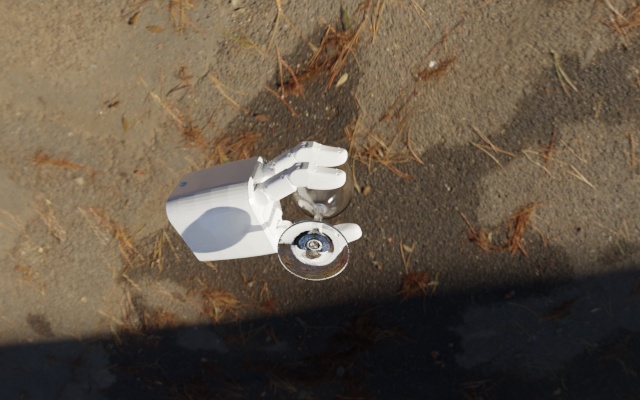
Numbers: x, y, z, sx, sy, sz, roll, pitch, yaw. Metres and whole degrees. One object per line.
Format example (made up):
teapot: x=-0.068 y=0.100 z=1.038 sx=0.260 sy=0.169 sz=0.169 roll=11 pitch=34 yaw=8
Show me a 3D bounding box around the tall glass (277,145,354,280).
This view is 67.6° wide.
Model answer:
tall glass: x=0.000 y=0.002 z=0.567 sx=0.079 sy=0.079 sz=0.201 roll=0 pitch=30 yaw=6
